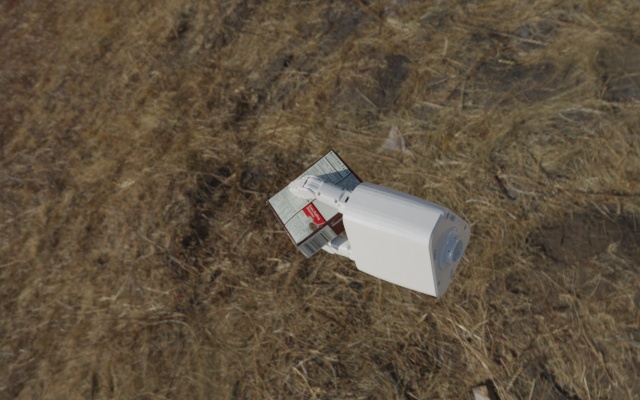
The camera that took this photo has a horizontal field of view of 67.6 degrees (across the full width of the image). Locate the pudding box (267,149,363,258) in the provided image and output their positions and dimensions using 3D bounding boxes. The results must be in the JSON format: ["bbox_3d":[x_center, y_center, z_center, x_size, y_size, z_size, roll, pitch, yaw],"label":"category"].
[{"bbox_3d":[0.000,0.002,0.597,0.113,0.090,0.039,-37,-39,0],"label":"pudding box"}]
